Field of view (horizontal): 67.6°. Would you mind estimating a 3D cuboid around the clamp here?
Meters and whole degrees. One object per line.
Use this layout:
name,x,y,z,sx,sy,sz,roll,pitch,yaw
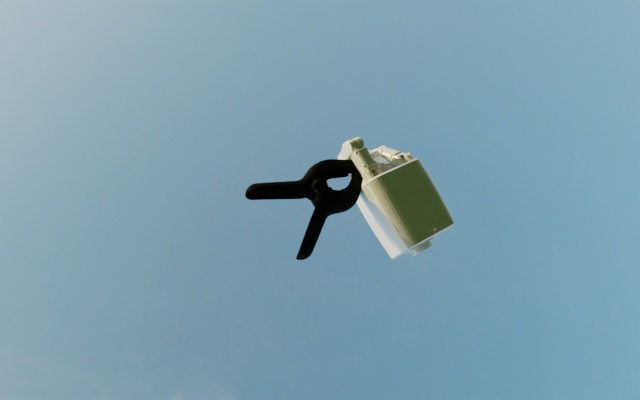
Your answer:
clamp,0.000,0.002,0.637,0.171,0.120,0.039,-25,-14,-22
